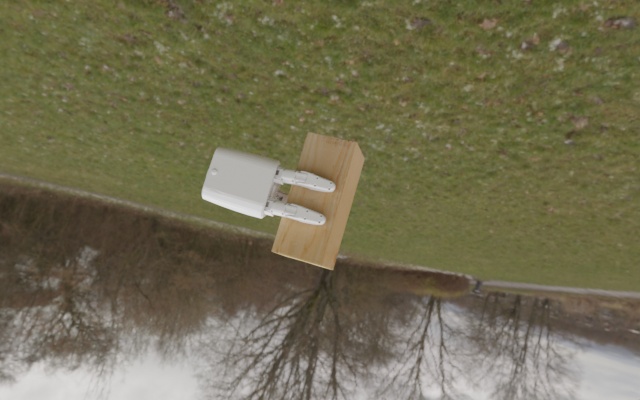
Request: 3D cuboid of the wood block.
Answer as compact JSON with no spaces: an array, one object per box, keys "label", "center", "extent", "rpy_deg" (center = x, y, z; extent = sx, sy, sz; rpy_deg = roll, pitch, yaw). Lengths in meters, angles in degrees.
[{"label":"wood block","center":[0.000,0.003,0.804],"extent":[0.090,0.206,0.091],"rpy_deg":[14,-9,16]}]
